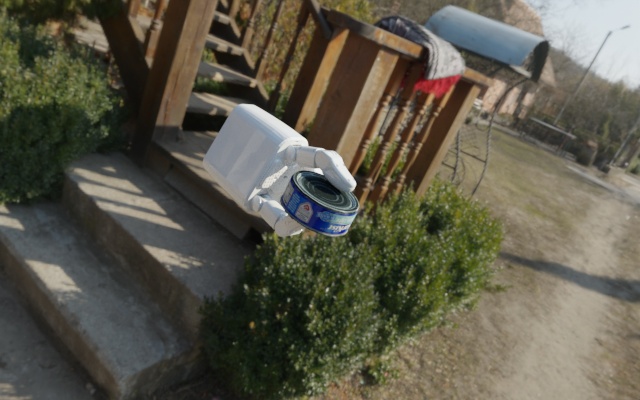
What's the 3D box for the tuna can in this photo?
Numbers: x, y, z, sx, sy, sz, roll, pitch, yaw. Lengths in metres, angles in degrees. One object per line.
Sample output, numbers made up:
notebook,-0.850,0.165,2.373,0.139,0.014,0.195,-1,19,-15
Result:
tuna can,0.000,0.001,0.540,0.086,0.034,0.086,23,24,-11
